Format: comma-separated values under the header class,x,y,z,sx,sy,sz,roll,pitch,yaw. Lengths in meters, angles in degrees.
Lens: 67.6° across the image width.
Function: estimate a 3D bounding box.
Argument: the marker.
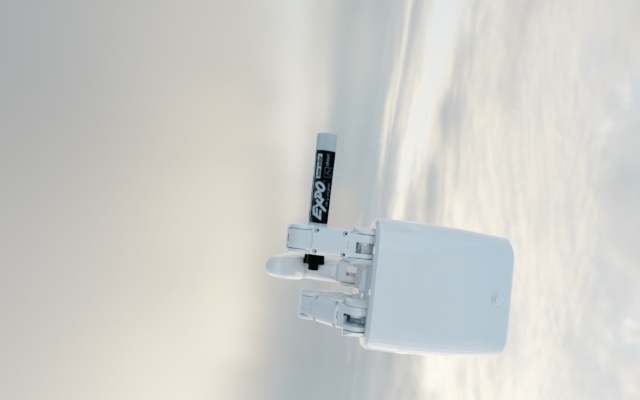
class,x,y,z,sx,sy,sz,roll,pitch,yaw
marker,0.000,0.001,0.422,0.020,0.121,0.020,6,-1,0
